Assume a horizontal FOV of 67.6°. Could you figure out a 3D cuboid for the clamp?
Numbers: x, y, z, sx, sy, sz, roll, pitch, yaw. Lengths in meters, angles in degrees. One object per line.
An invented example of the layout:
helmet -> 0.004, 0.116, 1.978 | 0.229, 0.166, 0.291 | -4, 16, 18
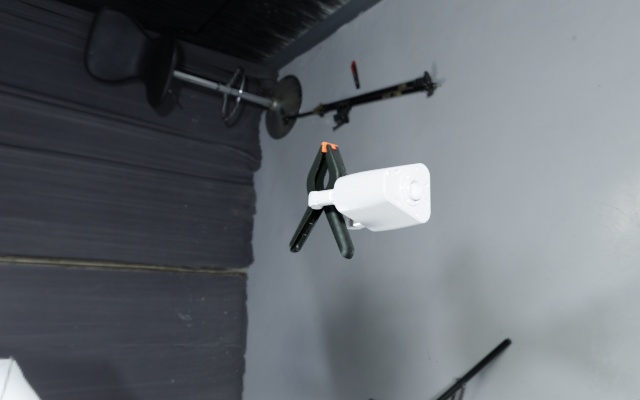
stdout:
clamp -> 0.000, 0.002, 0.857 | 0.036, 0.210, 0.164 | 10, -14, -40
